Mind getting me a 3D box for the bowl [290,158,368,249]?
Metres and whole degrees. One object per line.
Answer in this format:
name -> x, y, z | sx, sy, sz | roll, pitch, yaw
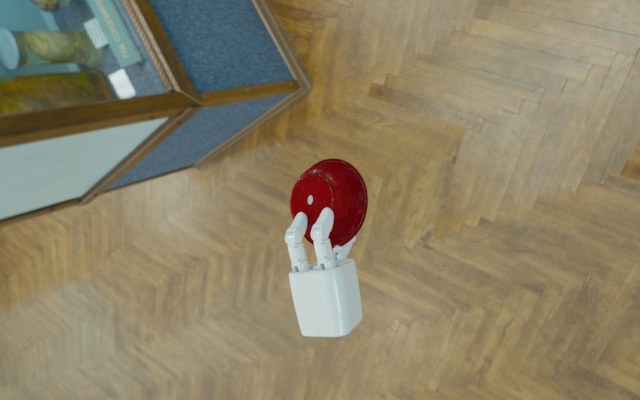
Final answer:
bowl -> 0.000, 0.001, 0.826 | 0.162, 0.162, 0.055 | 0, -6, 37
